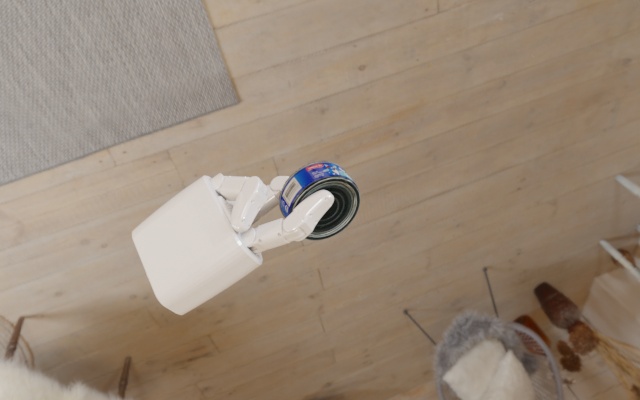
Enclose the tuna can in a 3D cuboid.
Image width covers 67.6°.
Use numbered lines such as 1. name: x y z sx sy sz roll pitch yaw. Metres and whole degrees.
1. tuna can: 0.000 0.002 0.524 0.086 0.086 0.033 0 33 -29
